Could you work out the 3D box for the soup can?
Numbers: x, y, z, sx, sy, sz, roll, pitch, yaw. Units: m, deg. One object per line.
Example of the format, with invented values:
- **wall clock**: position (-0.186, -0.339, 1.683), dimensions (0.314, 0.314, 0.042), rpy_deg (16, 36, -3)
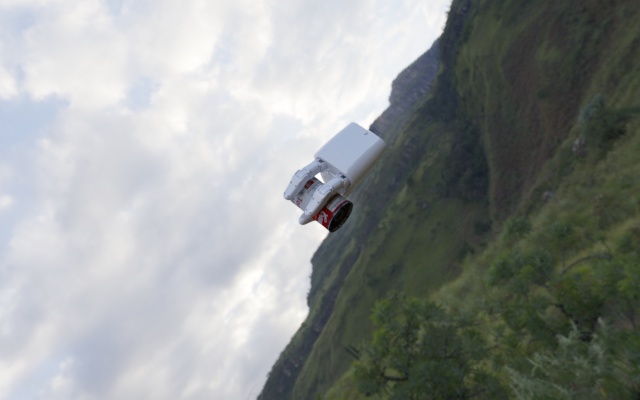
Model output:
- **soup can**: position (0.000, 0.003, 0.885), dimensions (0.102, 0.068, 0.068), rpy_deg (37, 16, 22)
